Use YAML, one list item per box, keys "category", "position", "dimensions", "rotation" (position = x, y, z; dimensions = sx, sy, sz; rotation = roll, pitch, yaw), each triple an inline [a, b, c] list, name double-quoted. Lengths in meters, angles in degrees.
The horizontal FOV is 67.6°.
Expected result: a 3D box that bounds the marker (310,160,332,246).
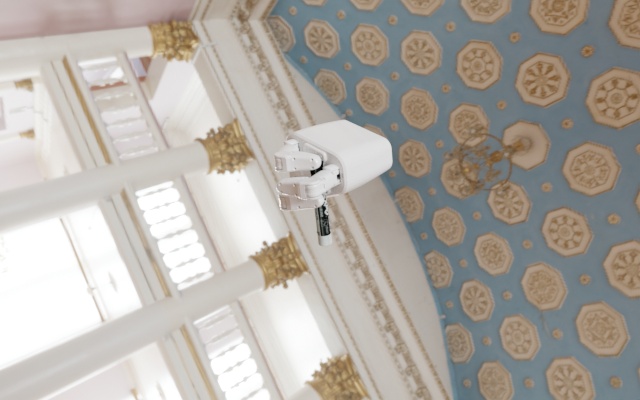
- category: "marker"
  position: [0.000, 0.002, 0.626]
  dimensions: [0.020, 0.121, 0.020]
  rotation: [-6, 20, 2]
